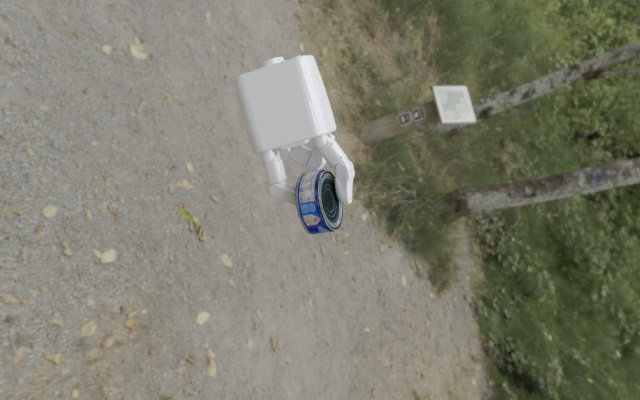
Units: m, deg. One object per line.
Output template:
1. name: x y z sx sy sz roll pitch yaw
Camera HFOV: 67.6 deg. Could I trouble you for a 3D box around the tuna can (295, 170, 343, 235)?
1. tuna can: 0.001 0.002 0.646 0.034 0.086 0.086 -9 -4 23
